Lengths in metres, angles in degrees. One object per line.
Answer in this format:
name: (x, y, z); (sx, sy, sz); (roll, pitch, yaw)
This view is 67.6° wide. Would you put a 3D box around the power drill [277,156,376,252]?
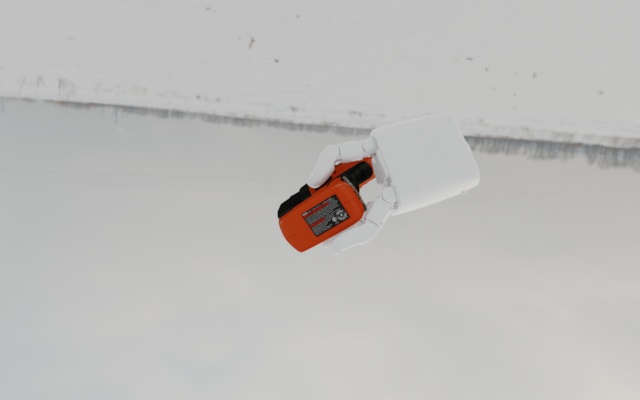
power drill: (0.000, 0.002, 0.663); (0.184, 0.057, 0.187); (-33, 11, 17)
